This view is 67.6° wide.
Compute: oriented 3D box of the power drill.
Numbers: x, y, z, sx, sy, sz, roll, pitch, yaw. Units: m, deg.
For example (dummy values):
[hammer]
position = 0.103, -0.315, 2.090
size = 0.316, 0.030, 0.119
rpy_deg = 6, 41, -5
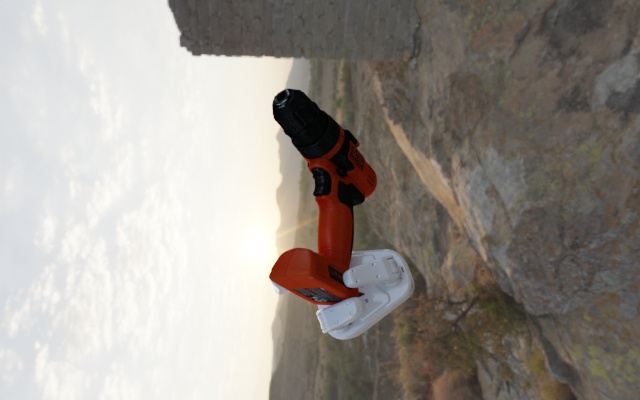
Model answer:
[power drill]
position = 0.000, 0.002, 0.492
size = 0.057, 0.187, 0.184
rpy_deg = -8, -31, 32
